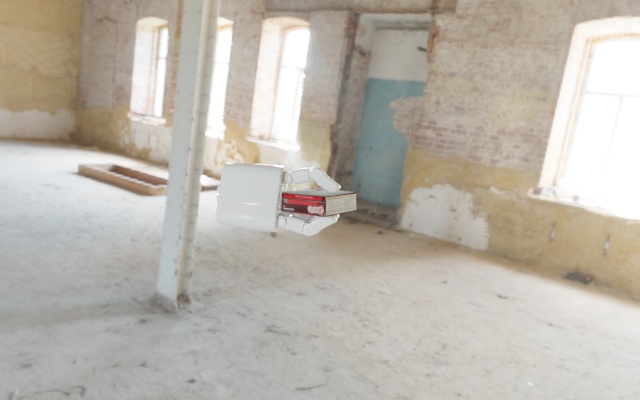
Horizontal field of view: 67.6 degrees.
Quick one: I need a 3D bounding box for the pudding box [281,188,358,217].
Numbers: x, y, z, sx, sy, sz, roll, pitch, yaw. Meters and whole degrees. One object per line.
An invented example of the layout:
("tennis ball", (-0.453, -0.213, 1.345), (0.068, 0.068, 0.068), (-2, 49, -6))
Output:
("pudding box", (0.000, 0.003, 0.824), (0.090, 0.039, 0.113), (7, 10, 32))
